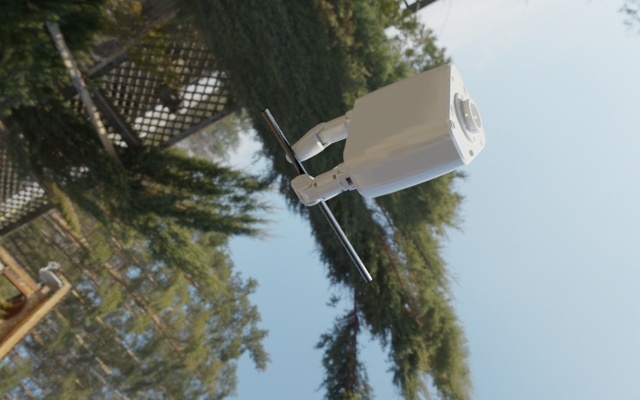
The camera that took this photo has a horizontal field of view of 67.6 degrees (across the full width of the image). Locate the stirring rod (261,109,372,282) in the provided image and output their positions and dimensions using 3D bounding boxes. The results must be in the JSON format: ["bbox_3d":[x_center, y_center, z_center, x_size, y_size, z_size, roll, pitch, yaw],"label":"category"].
[{"bbox_3d":[0.000,0.002,0.541,0.011,0.240,0.011,-27,21,12],"label":"stirring rod"}]
